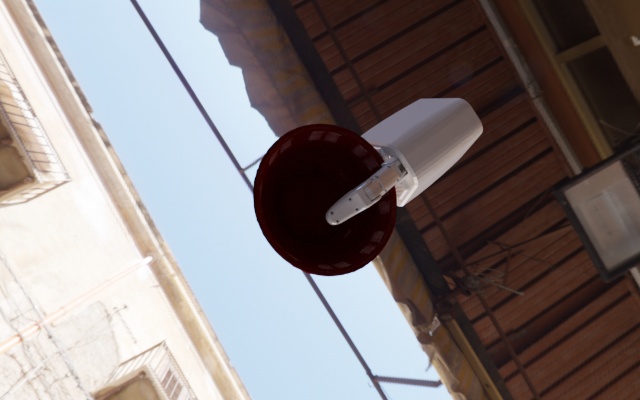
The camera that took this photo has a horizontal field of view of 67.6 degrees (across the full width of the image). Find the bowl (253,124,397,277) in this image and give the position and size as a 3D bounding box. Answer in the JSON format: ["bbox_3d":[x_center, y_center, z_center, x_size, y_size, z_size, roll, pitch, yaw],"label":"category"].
[{"bbox_3d":[-0.001,0.002,0.519,0.162,0.162,0.055,0,-9,-22],"label":"bowl"}]
